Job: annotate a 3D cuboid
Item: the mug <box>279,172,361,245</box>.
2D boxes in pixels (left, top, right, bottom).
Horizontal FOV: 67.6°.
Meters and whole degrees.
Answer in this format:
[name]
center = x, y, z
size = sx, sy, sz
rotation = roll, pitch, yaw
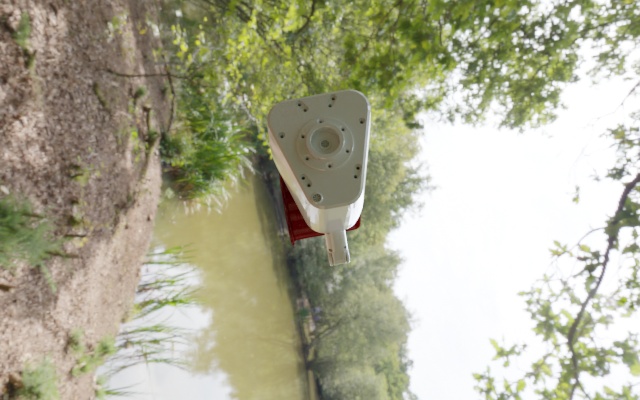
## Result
[mug]
center = 0.000, 0.002, 0.565
size = 0.081, 0.093, 0.117
rotation = -10, -12, -1
